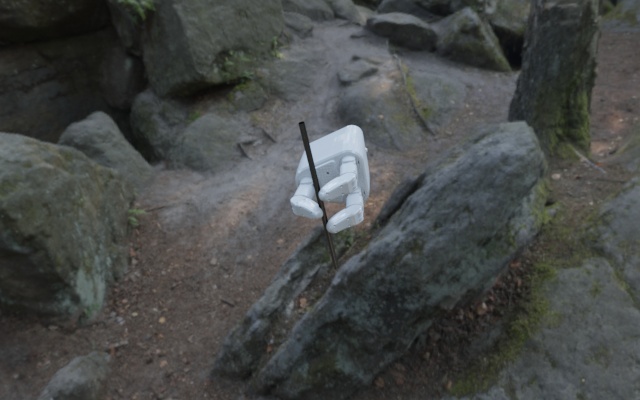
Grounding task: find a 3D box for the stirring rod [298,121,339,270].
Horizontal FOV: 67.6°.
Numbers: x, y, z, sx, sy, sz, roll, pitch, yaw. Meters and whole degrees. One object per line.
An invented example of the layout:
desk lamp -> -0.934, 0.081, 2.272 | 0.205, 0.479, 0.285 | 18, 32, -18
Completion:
stirring rod -> 0.000, 0.002, 0.665 | 0.011, 0.240, 0.011 | -10, 31, 6
